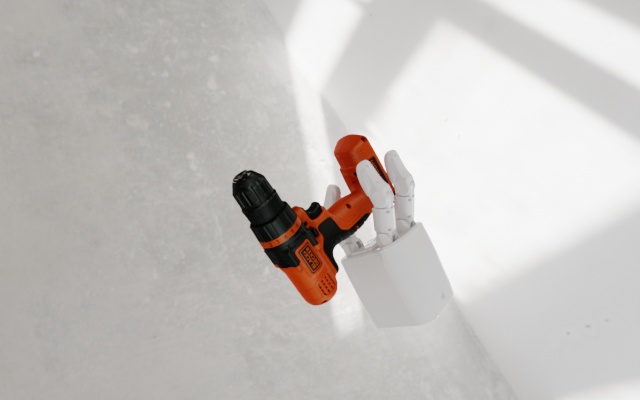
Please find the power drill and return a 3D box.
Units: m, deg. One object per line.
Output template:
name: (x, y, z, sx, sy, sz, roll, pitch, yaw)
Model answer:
power drill: (0.001, 0.002, 0.571, 0.057, 0.184, 0.187, 2, 40, 50)
